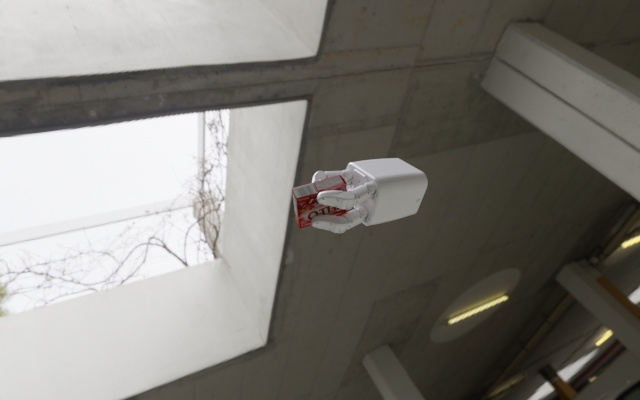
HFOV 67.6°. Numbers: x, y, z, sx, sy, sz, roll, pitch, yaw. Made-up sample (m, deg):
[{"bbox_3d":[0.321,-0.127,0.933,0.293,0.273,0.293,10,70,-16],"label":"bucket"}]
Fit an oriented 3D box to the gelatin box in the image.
[{"bbox_3d":[0.000,0.002,0.799,0.089,0.073,0.030,-16,47,-12],"label":"gelatin box"}]
